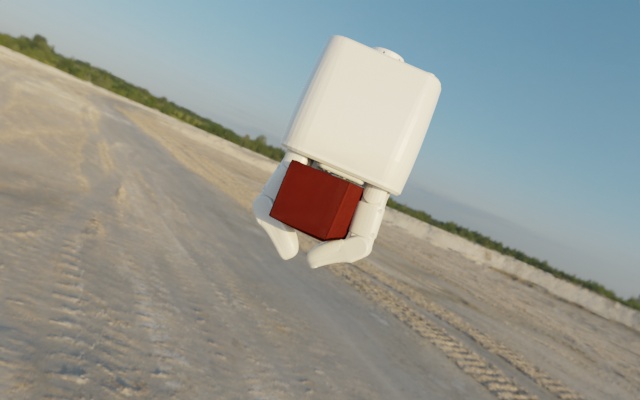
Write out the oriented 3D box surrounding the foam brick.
[{"bbox_3d":[0.000,0.001,0.408,0.053,0.051,0.078,24,3,15],"label":"foam brick"}]
